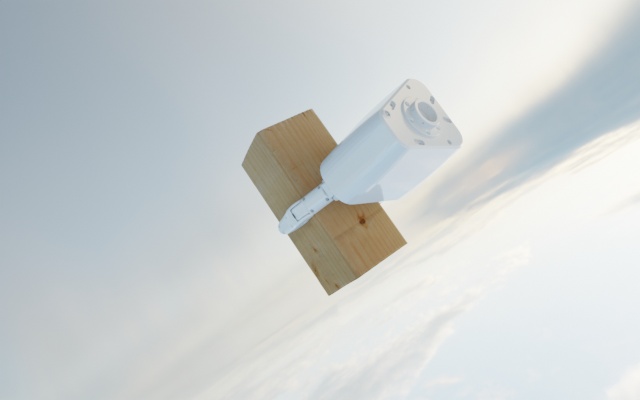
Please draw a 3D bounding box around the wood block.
[{"bbox_3d":[0.000,0.002,0.602,0.091,0.206,0.090,-29,-10,-31],"label":"wood block"}]
